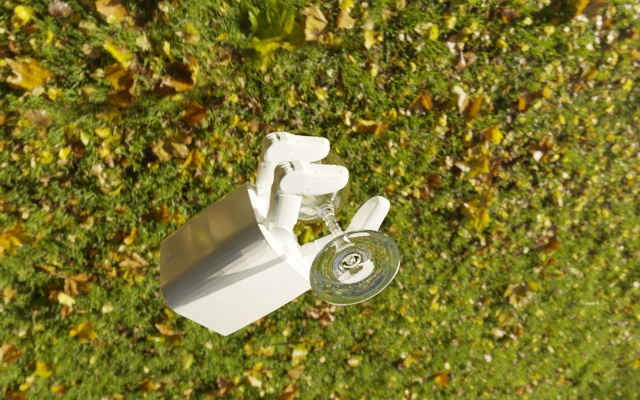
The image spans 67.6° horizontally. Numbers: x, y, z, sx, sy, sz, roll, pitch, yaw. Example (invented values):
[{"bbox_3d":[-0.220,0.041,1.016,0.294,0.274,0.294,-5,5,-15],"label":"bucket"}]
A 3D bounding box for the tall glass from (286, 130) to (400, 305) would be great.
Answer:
[{"bbox_3d":[0.000,0.002,0.448,0.079,0.079,0.201,0,32,-18],"label":"tall glass"}]
